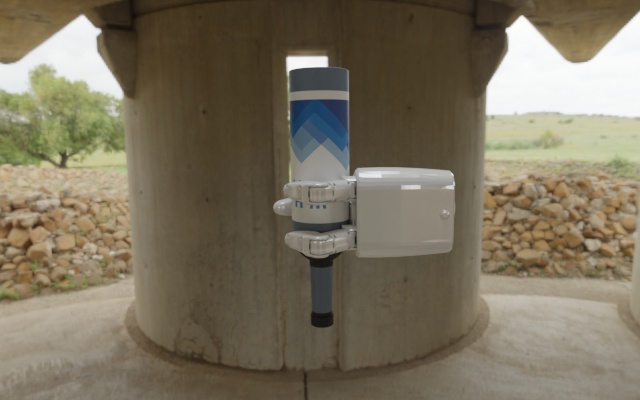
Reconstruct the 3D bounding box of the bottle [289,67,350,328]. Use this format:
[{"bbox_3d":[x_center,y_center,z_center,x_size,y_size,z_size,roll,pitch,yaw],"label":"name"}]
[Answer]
[{"bbox_3d":[0.000,0.002,0.550,0.069,0.296,0.069,-1,8,0],"label":"bottle"}]
